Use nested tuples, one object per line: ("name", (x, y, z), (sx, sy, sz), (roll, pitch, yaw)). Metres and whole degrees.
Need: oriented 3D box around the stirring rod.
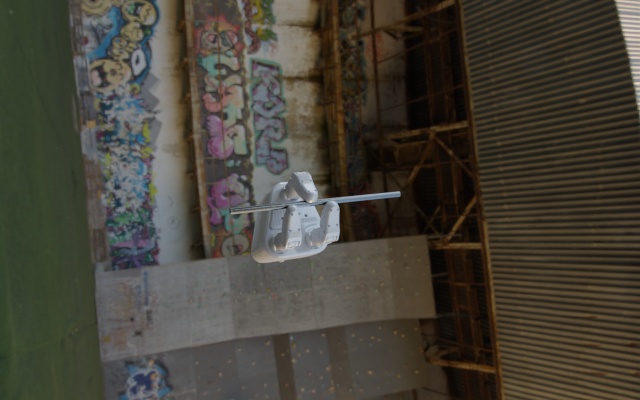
("stirring rod", (0.000, 0.002, 0.630), (0.239, 0.011, 0.011), (-6, 2, -22))
